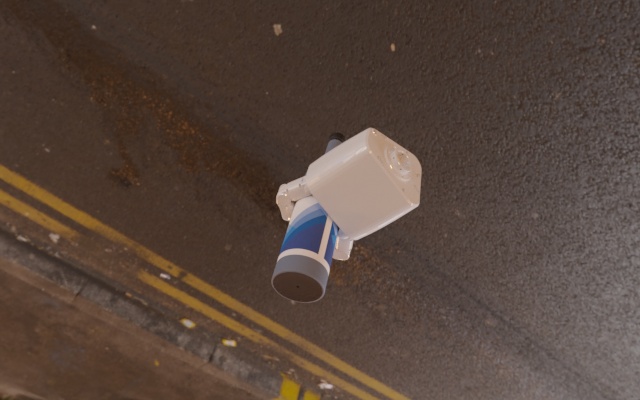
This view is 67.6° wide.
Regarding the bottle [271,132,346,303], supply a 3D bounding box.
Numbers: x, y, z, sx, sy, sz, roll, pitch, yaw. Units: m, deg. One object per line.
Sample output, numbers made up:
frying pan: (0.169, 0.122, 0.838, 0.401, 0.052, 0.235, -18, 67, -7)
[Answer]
bottle: (0.000, 0.002, 0.678, 0.069, 0.295, 0.069, 8, -44, 8)
